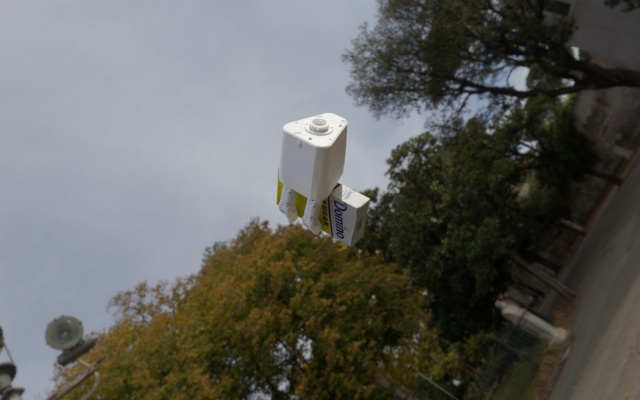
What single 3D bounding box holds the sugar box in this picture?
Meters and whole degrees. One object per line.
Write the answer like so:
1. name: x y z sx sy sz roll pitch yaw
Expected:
1. sugar box: 0.000 0.003 0.868 0.176 0.093 0.048 30 44 26
